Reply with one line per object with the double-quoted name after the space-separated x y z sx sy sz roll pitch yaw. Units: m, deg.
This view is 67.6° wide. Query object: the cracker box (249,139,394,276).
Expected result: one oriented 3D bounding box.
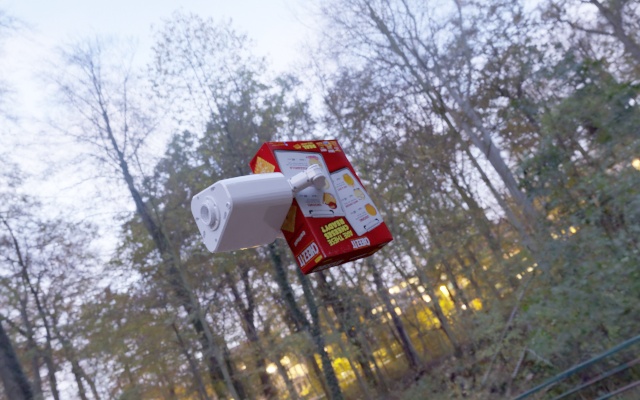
0.000 0.002 0.791 0.164 0.213 0.072 -9 -27 -43 "cracker box"
